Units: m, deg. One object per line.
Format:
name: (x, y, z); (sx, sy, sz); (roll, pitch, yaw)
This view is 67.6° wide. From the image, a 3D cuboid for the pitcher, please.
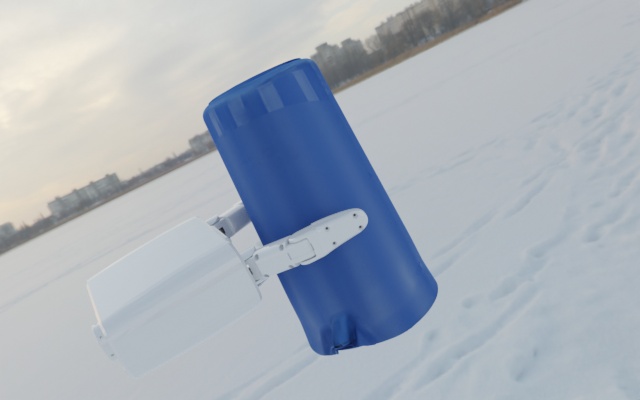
pitcher: (0.000, 0.002, 0.440); (0.145, 0.243, 0.149); (-31, 12, -21)
